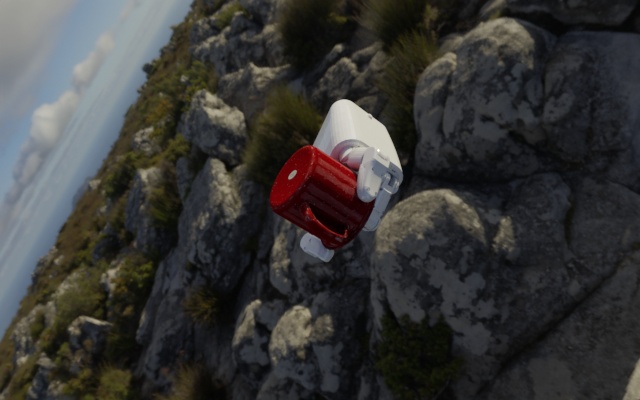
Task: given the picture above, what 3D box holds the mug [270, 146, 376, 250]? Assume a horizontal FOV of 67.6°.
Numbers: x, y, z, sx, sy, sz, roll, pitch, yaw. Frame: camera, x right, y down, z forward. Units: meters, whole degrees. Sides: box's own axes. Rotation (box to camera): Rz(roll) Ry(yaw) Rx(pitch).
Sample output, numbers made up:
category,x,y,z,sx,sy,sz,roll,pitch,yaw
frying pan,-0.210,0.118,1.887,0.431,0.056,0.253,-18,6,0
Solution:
category,x,y,z,sx,sy,sz,roll,pitch,yaw
mug,0.000,0.002,0.503,0.081,0.093,0.117,32,29,-25
